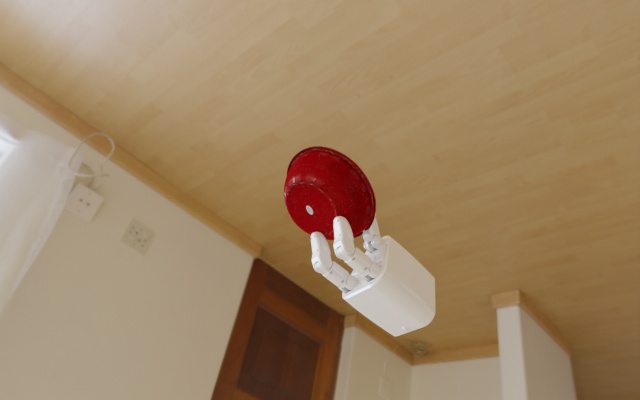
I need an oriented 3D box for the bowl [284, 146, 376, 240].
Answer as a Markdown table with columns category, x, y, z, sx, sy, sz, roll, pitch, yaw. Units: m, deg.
| category | x | y | z | sx | sy | sz | roll | pitch | yaw |
| --- | --- | --- | --- | --- | --- | --- | --- | --- | --- |
| bowl | -0.001 | 0.002 | 0.721 | 0.162 | 0.162 | 0.055 | 0 | 28 | 37 |
